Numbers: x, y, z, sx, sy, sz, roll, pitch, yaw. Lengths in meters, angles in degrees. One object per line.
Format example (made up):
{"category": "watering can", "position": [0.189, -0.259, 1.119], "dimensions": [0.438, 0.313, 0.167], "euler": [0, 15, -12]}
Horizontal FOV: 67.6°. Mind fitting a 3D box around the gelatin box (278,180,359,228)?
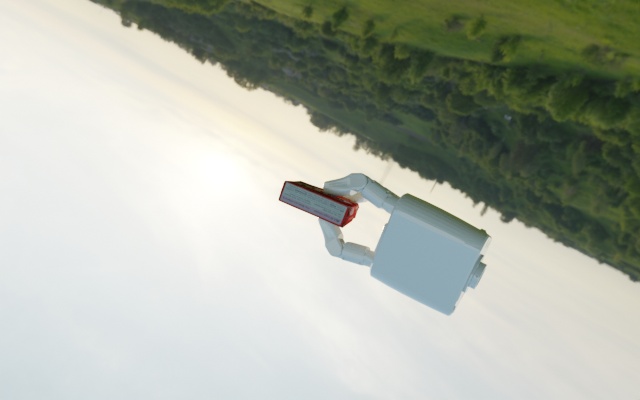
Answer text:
{"category": "gelatin box", "position": [0.000, 0.002, 0.602], "dimensions": [0.089, 0.030, 0.073], "euler": [22, 7, 11]}
